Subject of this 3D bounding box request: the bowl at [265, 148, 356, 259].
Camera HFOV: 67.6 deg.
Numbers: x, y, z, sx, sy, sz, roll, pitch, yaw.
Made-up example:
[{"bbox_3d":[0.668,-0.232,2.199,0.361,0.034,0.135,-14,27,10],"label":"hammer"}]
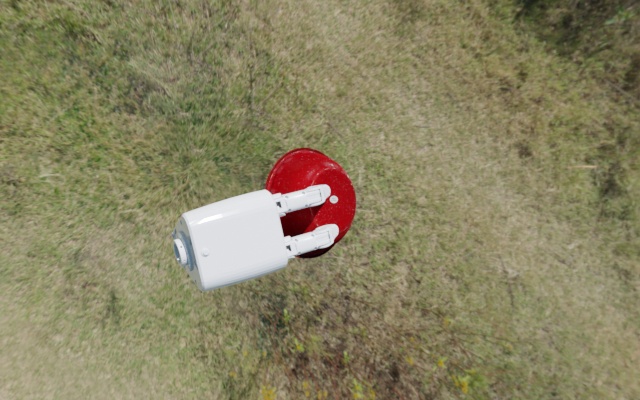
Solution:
[{"bbox_3d":[0.001,0.002,0.678,0.162,0.162,0.055,0,-3,-43],"label":"bowl"}]
